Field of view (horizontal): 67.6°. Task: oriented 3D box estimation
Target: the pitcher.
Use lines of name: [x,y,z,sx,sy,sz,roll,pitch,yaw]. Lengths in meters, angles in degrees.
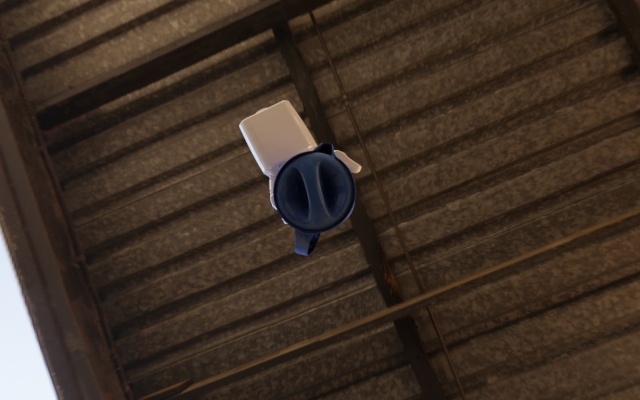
pitcher: [0.000,0.003,0.871,0.149,0.145,0.243,-33,-7,4]
